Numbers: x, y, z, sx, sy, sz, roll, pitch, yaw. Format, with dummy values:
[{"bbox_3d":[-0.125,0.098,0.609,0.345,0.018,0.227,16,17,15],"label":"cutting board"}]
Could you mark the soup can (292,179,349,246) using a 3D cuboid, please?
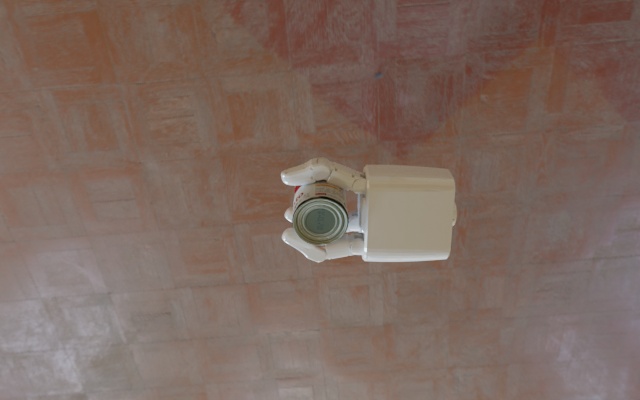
[{"bbox_3d":[0.000,0.002,0.595,0.068,0.068,0.102,0,29,0],"label":"soup can"}]
